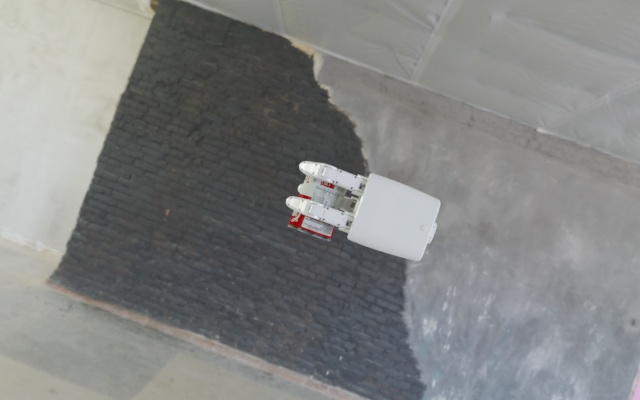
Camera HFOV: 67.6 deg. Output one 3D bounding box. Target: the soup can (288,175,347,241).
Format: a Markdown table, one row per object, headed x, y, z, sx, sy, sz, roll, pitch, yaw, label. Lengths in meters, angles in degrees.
| x | y | z | sx | sy | sz | roll | pitch | yaw | label |
| --- | --- | --- | --- | --- | --- | --- | --- | --- | --- |
| 0.000 | 0.002 | 0.717 | 0.068 | 0.102 | 0.068 | 20 | -2 | 1 | soup can |
